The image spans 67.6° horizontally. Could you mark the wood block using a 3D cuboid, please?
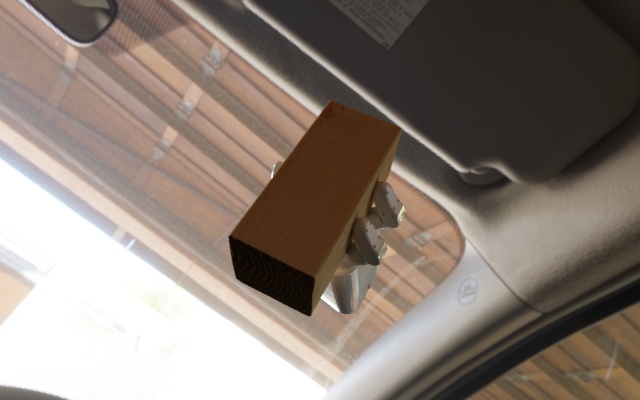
[{"bbox_3d":[0.000,0.002,0.506,0.091,0.206,0.090,24,-34,13],"label":"wood block"}]
